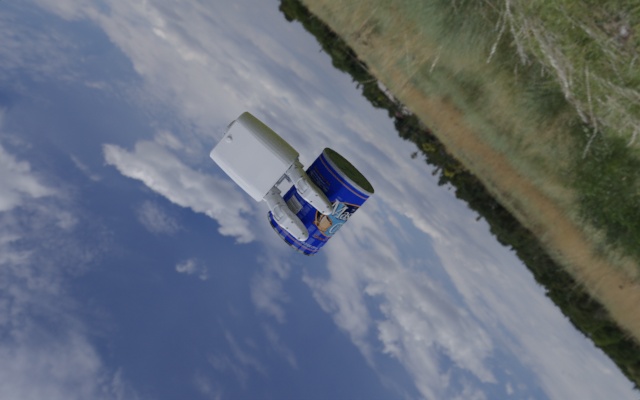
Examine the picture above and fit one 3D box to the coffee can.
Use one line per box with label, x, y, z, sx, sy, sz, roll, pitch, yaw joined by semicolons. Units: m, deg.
coffee can;0.000;0.002;0.750;0.103;0.140;0.102;39;15;-13
